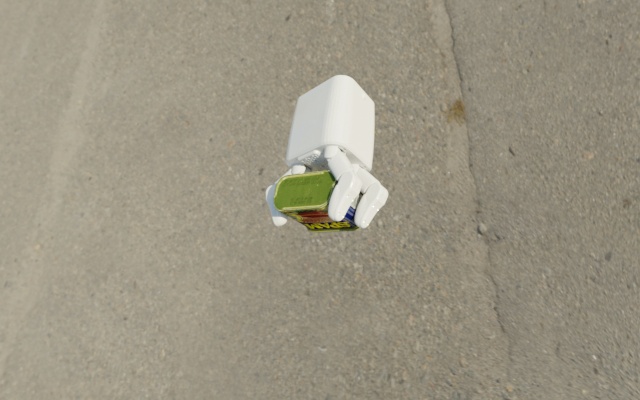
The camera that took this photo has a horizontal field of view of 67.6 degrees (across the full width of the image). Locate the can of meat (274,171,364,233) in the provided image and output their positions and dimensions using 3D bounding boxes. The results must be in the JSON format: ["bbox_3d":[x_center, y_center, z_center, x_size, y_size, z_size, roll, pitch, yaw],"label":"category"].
[{"bbox_3d":[0.000,0.002,0.636,0.102,0.057,0.084,-5,-24,34],"label":"can of meat"}]
